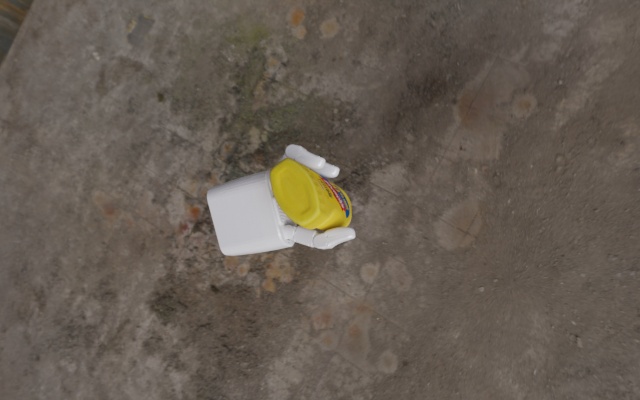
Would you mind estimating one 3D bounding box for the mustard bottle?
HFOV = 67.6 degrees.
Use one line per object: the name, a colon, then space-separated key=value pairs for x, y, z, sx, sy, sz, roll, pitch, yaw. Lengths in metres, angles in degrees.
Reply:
mustard bottle: x=0.000 y=0.002 z=0.698 sx=0.058 sy=0.096 sz=0.192 roll=-37 pitch=-20 yaw=12
